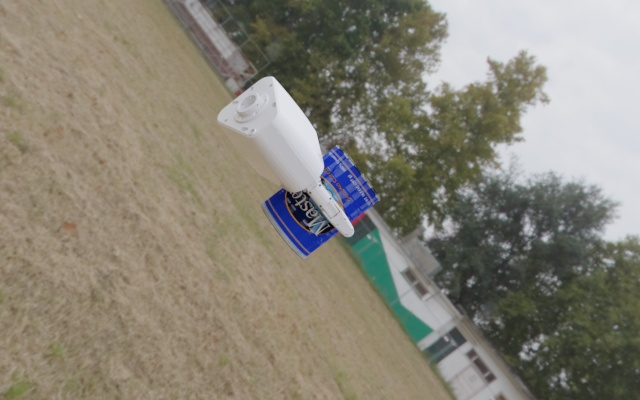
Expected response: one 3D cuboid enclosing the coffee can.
[{"bbox_3d":[0.000,0.003,0.691,0.140,0.103,0.103,-38,-1,1],"label":"coffee can"}]
